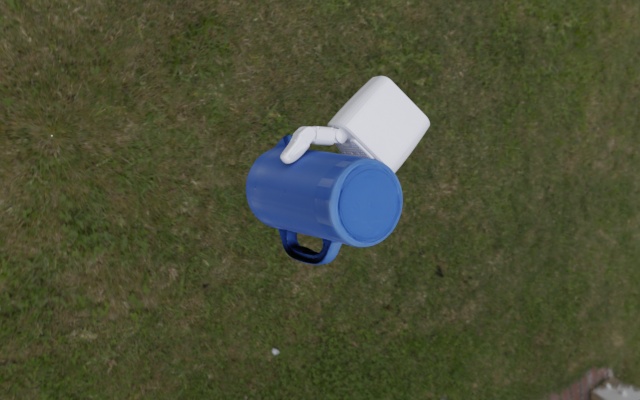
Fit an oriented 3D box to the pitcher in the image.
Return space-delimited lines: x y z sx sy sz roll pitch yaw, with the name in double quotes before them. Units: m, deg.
"pitcher" 0.000 0.002 0.669 0.149 0.145 0.243 49 -17 -25
